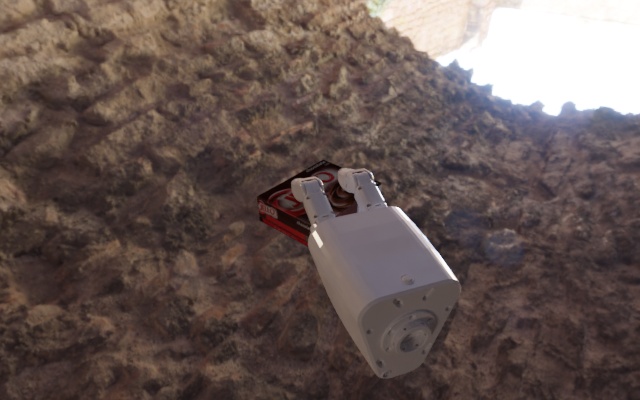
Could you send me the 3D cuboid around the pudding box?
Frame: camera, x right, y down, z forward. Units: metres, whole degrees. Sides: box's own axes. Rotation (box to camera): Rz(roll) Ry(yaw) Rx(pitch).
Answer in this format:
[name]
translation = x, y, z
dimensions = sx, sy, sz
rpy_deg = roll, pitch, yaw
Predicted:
[pudding box]
translation = 0.000, 0.002, 0.532
dimensions = 0.090, 0.039, 0.113
rpy_deg = 26, 40, 34
